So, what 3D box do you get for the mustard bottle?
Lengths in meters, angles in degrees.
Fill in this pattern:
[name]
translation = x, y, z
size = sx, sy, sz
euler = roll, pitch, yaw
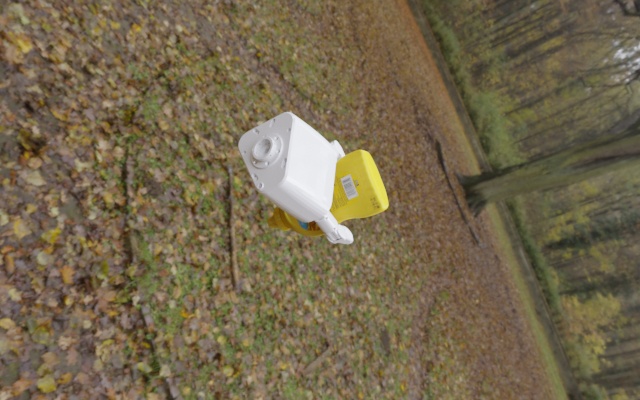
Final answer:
[mustard bottle]
translation = 0.000, 0.002, 0.728
size = 0.191, 0.096, 0.058
euler = -23, -7, 22
